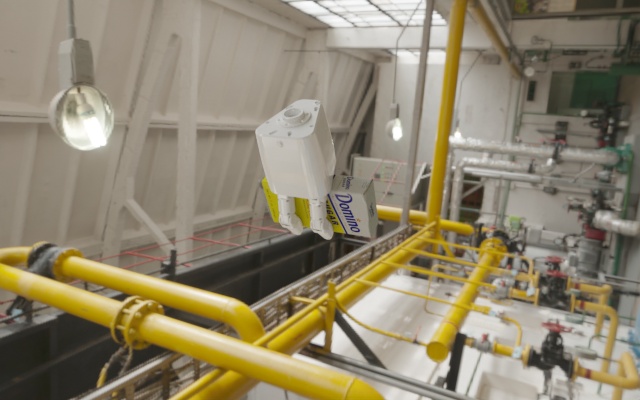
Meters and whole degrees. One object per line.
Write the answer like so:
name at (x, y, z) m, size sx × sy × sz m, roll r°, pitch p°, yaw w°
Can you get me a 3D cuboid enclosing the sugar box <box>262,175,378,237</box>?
sugar box at (0.000, 0.003, 0.765) m, size 0.176 × 0.093 × 0.048 m, roll 9°, pitch 45°, yaw 25°
